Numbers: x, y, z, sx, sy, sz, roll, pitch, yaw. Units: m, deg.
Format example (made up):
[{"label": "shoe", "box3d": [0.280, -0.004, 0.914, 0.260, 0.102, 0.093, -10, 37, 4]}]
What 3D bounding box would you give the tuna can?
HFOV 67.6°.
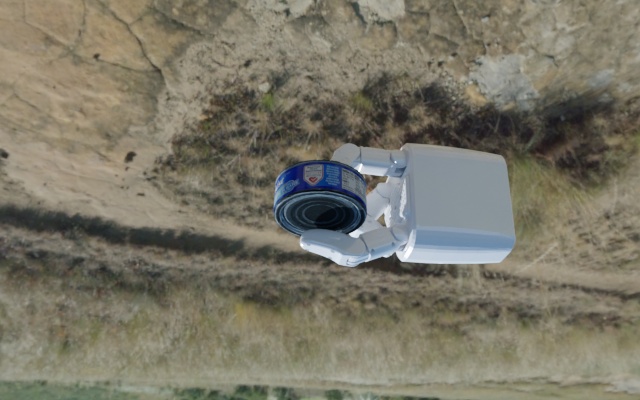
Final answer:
[{"label": "tuna can", "box3d": [0.000, 0.002, 0.437, 0.086, 0.033, 0.086, 1, -33, 1]}]
